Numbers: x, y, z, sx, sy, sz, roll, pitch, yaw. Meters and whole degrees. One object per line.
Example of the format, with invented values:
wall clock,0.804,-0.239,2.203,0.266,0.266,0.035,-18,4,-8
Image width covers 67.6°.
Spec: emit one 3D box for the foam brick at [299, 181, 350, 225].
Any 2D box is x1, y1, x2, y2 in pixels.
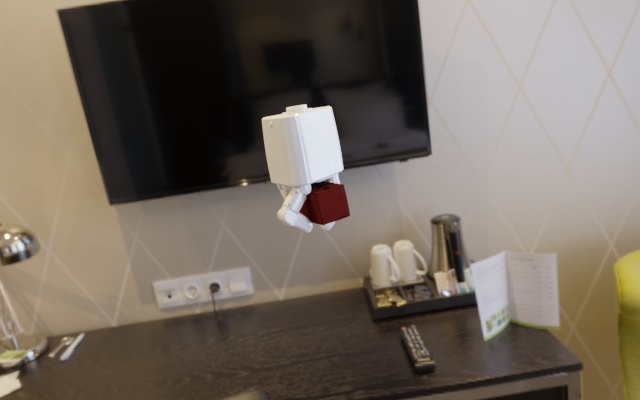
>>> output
foam brick,0.000,0.003,0.752,0.053,0.051,0.078,-19,16,-30
